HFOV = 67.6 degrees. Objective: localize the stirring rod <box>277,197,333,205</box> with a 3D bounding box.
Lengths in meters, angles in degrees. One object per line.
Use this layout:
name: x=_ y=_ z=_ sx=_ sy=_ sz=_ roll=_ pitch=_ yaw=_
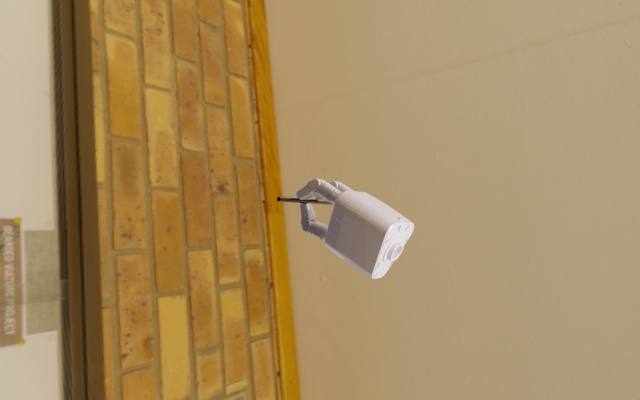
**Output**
stirring rod: x=0.000 y=0.003 z=0.879 sx=0.011 sy=0.011 sz=0.239 roll=0 pitch=-2 yaw=35
